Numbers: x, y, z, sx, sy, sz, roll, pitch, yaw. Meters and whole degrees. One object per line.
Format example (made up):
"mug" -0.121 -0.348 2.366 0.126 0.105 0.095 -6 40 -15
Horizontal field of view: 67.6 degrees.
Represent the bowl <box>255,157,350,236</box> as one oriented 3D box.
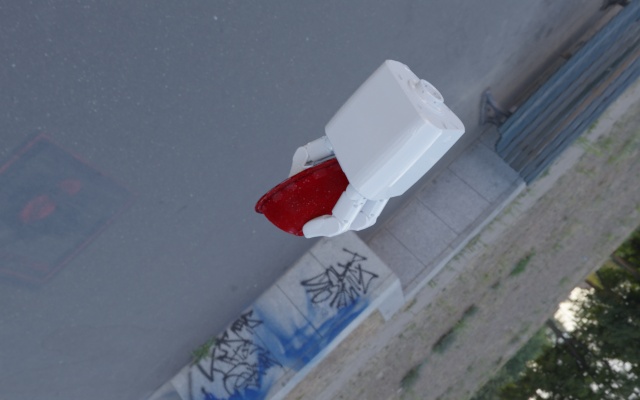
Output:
"bowl" 0.000 0.003 0.613 0.162 0.055 0.162 -24 -11 -5
